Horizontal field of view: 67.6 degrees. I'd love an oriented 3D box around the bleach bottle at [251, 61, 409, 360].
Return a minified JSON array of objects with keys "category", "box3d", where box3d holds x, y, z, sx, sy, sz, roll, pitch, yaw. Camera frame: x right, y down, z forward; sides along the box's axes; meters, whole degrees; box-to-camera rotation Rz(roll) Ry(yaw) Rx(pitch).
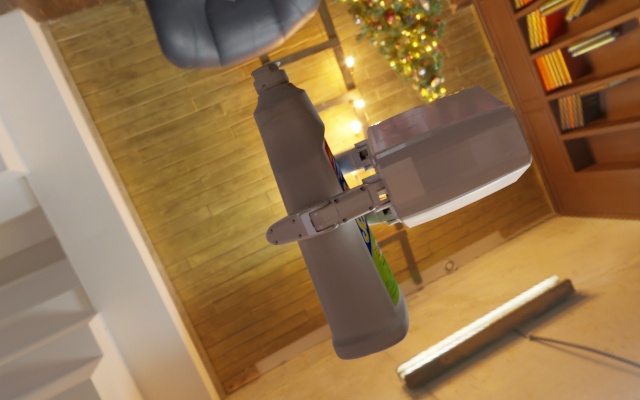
[{"category":"bleach bottle","box3d":[0.000,0.001,0.417,0.068,0.251,0.102,-22,6,12]}]
